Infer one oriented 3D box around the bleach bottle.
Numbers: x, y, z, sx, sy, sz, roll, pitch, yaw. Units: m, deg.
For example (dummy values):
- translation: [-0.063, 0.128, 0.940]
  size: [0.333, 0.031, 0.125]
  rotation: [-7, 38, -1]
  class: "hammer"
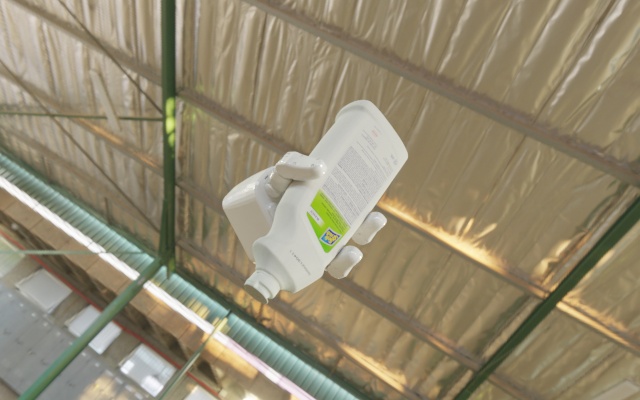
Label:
- translation: [0.000, 0.002, 0.524]
  size: [0.068, 0.102, 0.250]
  rotation: [-16, 29, 54]
  class: "bleach bottle"
